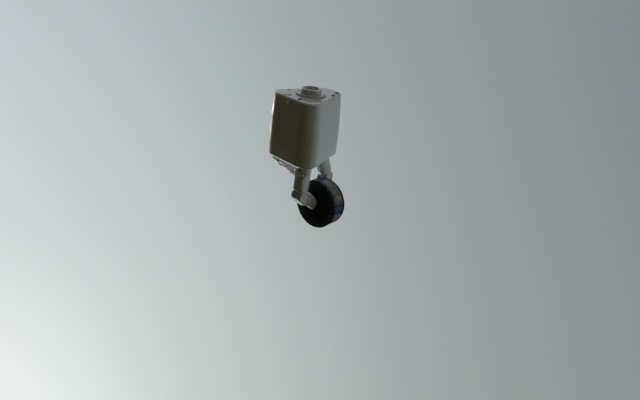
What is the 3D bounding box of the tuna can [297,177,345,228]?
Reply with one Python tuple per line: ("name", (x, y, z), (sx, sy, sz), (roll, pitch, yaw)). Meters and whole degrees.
("tuna can", (0.000, 0.003, 0.844), (0.086, 0.086, 0.033), (0, 14, 41))
